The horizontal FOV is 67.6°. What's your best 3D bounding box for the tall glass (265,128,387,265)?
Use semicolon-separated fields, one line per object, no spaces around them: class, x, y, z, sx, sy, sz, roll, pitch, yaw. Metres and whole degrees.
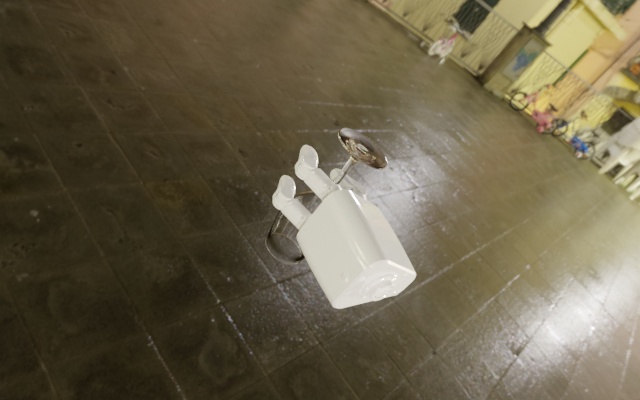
tall glass;0.000;0.002;0.645;0.079;0.079;0.201;0;-43;-47
